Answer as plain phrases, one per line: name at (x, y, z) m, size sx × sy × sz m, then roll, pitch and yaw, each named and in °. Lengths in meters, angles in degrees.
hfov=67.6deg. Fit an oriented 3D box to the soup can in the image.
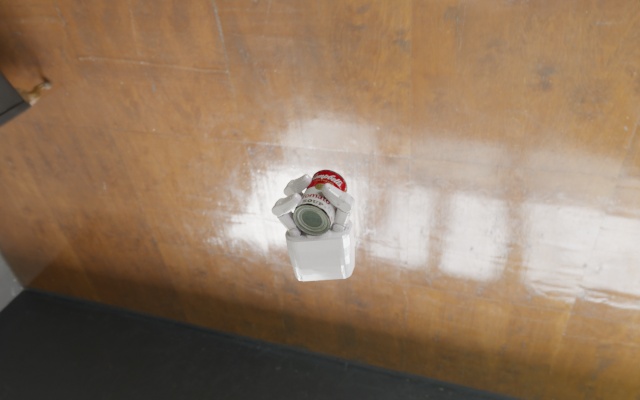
soup can at (0.000, 0.002, 0.818) m, size 0.068 × 0.068 × 0.102 m, roll 0°, pitch 37°, yaw 23°
